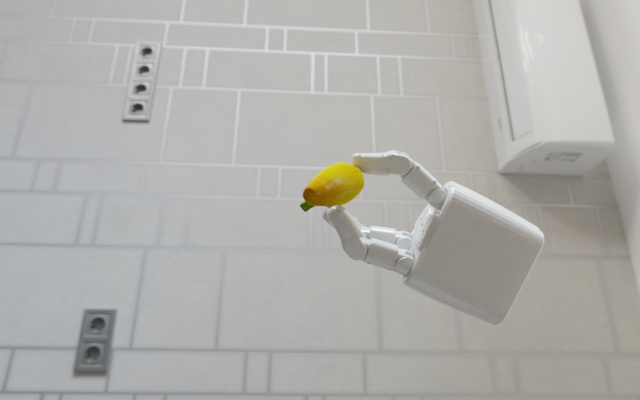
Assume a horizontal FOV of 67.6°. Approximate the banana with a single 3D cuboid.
[{"bbox_3d":[0.014,-0.010,0.486,0.069,0.037,0.198,-39,-3,-5],"label":"banana"}]
